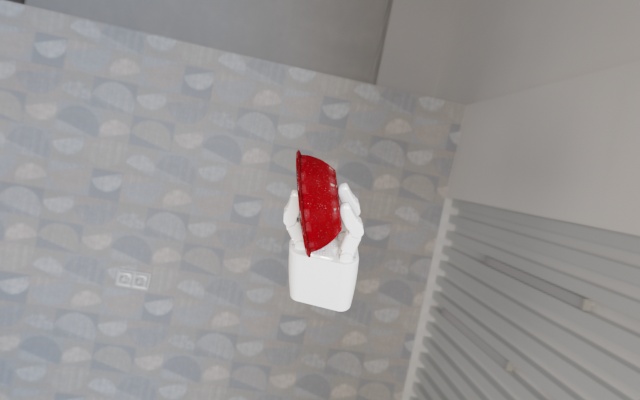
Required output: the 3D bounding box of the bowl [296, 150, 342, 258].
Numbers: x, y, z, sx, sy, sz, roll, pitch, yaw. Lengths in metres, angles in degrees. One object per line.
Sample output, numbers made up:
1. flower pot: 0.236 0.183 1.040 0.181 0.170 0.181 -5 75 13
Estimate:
1. bowl: 0.000 0.001 0.714 0.055 0.162 0.162 -6 0 3
